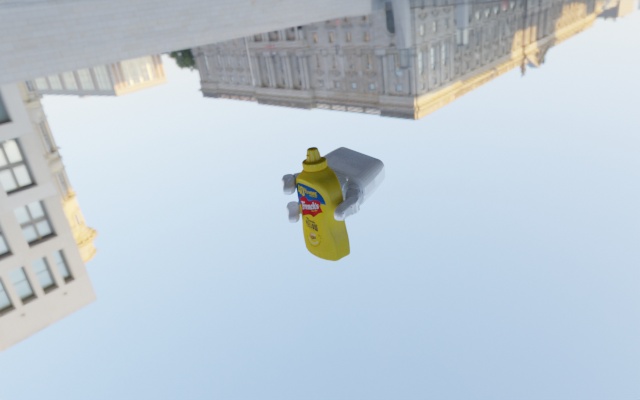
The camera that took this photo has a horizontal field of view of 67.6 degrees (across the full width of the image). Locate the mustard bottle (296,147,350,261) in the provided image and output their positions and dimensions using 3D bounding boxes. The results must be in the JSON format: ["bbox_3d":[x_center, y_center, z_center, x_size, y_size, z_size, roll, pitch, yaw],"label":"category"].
[{"bbox_3d":[0.000,0.003,0.806,0.058,0.192,0.096,-23,27,-30],"label":"mustard bottle"}]
